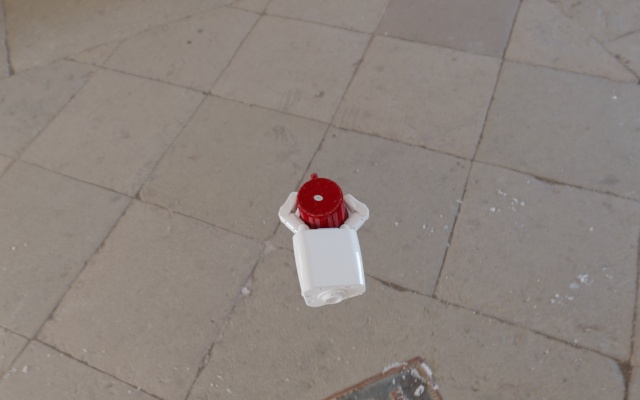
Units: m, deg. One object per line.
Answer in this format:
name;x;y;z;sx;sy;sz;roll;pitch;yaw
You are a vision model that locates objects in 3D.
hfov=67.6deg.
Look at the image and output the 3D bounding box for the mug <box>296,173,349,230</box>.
mug;0.000;0.001;0.857;0.093;0.117;0.081;-10;-31;1
